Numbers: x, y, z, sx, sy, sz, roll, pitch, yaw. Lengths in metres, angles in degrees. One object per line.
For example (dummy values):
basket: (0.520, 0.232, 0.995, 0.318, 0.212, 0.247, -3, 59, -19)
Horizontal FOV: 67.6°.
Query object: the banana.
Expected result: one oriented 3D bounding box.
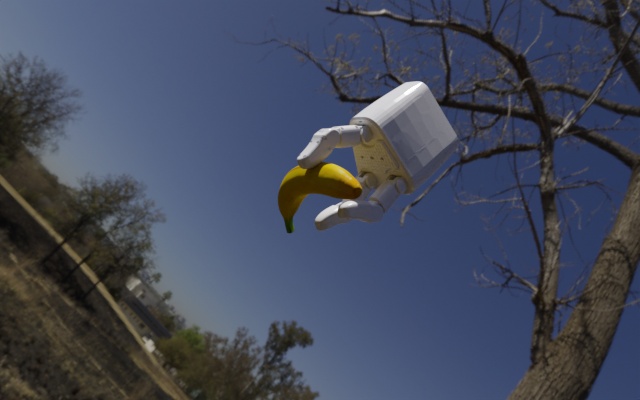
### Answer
banana: (-0.012, -0.013, 0.583, 0.037, 0.069, 0.198, -34, 1, -28)
